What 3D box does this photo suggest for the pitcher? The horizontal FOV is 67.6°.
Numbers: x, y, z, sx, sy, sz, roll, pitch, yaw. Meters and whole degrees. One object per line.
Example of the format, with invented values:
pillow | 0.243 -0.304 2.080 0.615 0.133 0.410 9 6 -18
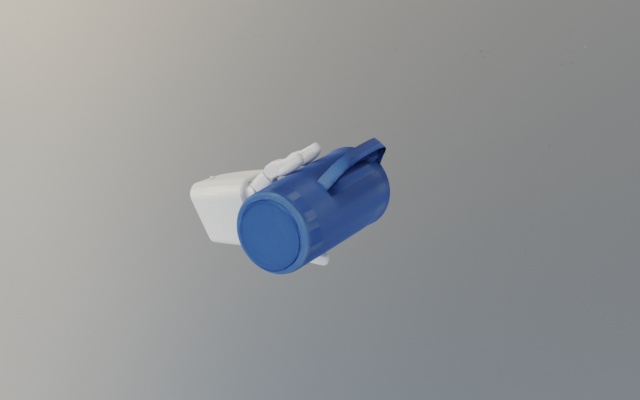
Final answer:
pitcher | 0.000 0.002 0.670 0.145 0.149 0.242 0 16 30
